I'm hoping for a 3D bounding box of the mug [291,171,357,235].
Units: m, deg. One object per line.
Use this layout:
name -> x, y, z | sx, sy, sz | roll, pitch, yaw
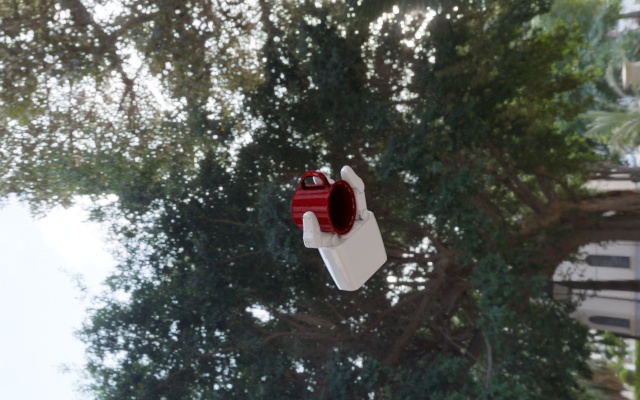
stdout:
mug -> -0.001, 0.002, 0.814 | 0.081, 0.117, 0.093 | -2, 34, 35
